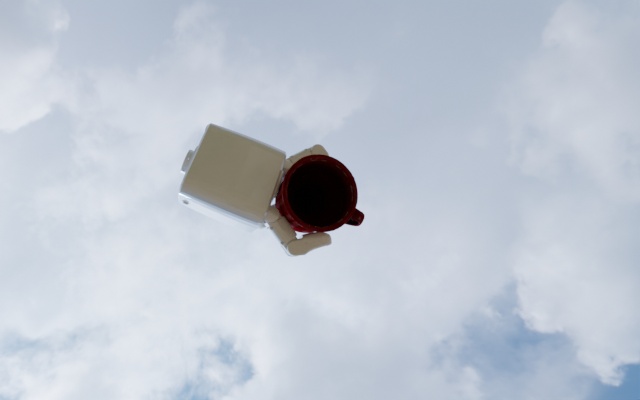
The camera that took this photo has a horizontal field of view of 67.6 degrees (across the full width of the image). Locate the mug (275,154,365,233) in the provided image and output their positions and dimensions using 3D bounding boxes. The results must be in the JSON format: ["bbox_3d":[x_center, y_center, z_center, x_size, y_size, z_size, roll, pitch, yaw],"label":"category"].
[{"bbox_3d":[0.001,0.002,0.599,0.117,0.093,0.081,24,-15,-12],"label":"mug"}]
